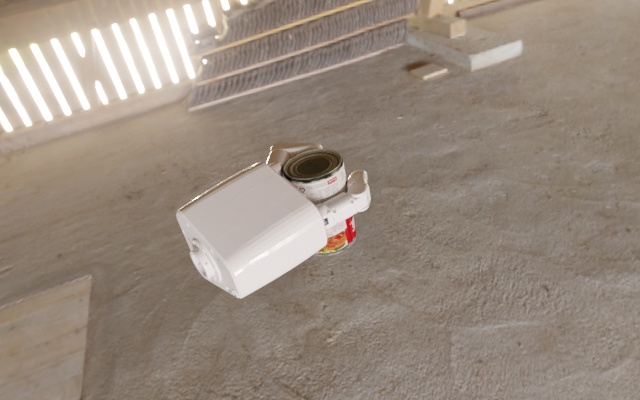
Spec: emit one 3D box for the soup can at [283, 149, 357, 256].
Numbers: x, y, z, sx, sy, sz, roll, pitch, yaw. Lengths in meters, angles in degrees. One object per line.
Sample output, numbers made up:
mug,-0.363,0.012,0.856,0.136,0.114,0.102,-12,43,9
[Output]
soup can,0.000,0.001,0.536,0.068,0.102,0.068,-9,33,6
